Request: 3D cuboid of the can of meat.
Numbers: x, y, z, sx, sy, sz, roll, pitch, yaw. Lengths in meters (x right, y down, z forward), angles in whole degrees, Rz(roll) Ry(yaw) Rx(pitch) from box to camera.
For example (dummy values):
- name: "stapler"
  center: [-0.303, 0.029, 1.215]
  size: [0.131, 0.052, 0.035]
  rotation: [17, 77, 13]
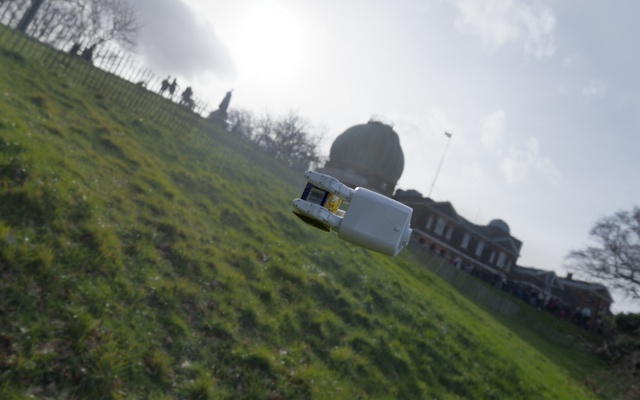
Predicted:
- name: "can of meat"
  center: [0.000, 0.003, 0.881]
  size: [0.057, 0.084, 0.102]
  rotation: [20, -10, 20]
